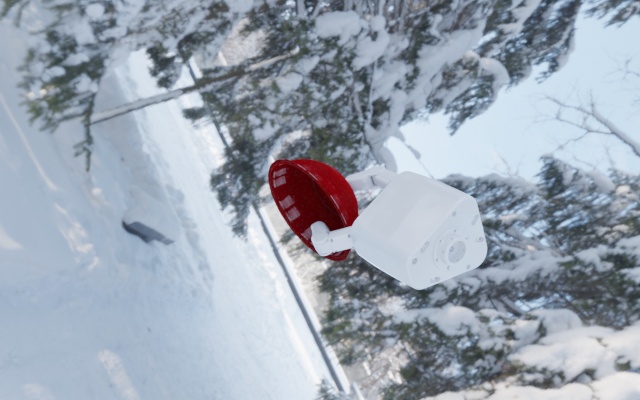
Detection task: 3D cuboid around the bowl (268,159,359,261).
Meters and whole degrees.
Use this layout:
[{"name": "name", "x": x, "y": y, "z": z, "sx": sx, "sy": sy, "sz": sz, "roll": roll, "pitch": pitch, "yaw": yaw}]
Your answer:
[{"name": "bowl", "x": 0.000, "y": 0.001, "z": 0.654, "sx": 0.055, "sy": 0.162, "sz": 0.162, "roll": -37, "pitch": 19, "yaw": -27}]
